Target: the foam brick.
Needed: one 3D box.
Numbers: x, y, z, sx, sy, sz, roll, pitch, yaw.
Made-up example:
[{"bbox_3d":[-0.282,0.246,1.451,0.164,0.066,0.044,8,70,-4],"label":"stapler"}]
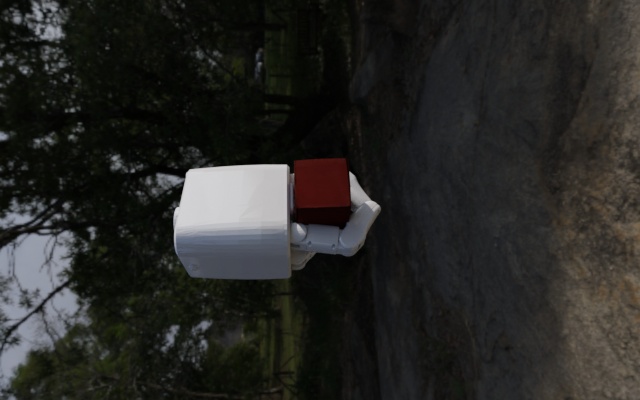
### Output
[{"bbox_3d":[0.000,0.001,0.465,0.051,0.053,0.078,-1,-28,-3],"label":"foam brick"}]
